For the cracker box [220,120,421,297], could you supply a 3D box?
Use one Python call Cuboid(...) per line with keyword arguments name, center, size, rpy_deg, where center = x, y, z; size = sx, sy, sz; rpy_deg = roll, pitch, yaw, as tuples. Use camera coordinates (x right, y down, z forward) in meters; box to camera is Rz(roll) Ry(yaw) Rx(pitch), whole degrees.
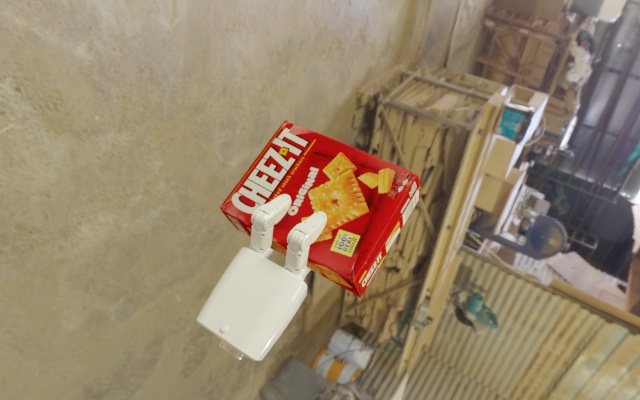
Cuboid(name="cracker box", center=(0.000, 0.002, 0.634), size=(0.213, 0.164, 0.072), rpy_deg=(26, -19, 24))
